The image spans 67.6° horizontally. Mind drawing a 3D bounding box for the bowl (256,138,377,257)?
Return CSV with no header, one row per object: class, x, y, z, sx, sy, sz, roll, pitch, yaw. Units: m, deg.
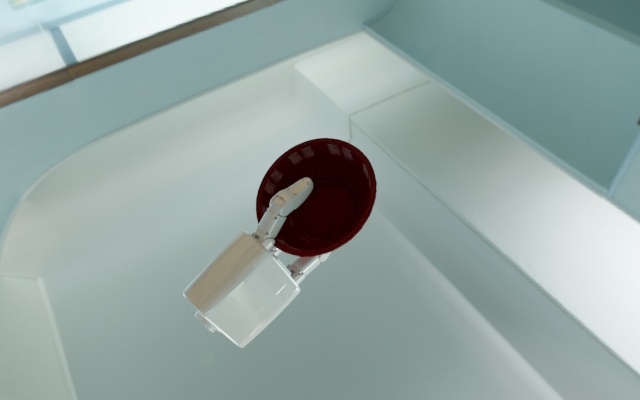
bowl,0.001,0.001,0.617,0.162,0.162,0.055,0,-22,23
